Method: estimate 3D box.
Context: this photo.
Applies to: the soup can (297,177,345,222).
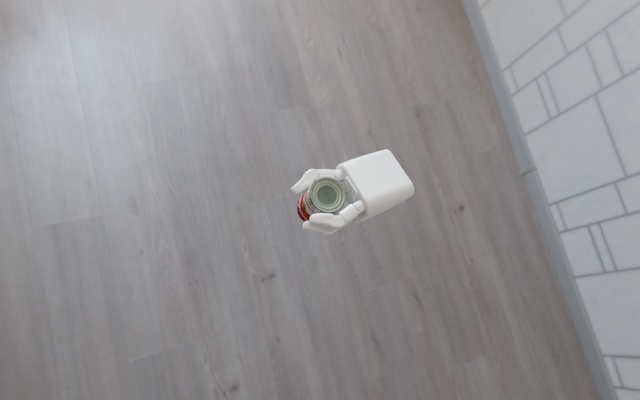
[{"bbox_3d":[0.000,0.003,0.880,0.068,0.068,0.102,0,-15,-15],"label":"soup can"}]
